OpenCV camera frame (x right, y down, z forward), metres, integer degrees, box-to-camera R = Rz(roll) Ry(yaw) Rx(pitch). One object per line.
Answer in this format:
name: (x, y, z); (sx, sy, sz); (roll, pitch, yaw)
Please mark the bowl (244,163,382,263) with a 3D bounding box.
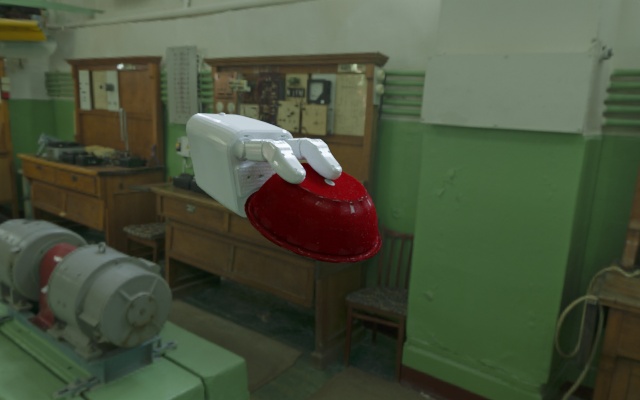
bowl: (0.001, 0.002, 0.534); (0.162, 0.055, 0.162); (15, 25, -7)
